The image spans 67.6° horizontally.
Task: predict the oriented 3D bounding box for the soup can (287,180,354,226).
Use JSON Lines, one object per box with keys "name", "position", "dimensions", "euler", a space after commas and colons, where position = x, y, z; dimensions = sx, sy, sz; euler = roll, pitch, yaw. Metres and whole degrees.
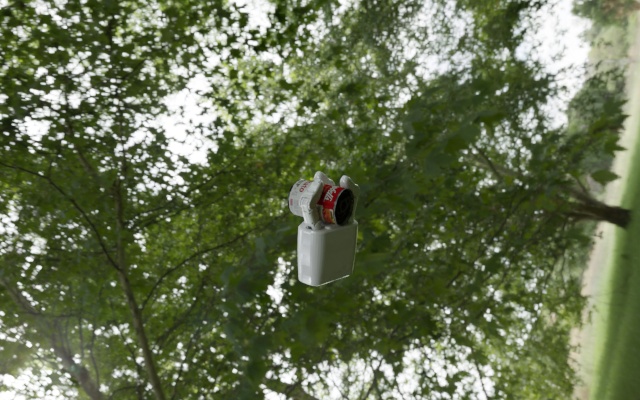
{"name": "soup can", "position": [0.000, 0.002, 0.863], "dimensions": [0.102, 0.068, 0.068], "euler": [13, 6, 31]}
